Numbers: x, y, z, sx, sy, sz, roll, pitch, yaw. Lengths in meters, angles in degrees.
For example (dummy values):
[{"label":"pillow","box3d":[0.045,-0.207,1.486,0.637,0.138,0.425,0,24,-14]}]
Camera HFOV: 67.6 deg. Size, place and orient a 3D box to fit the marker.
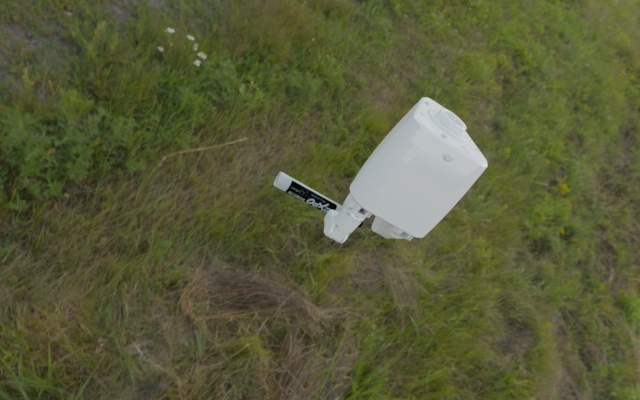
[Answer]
[{"label":"marker","box3d":[0.000,0.002,0.577,0.121,0.020,0.020,29,-9,-16]}]
